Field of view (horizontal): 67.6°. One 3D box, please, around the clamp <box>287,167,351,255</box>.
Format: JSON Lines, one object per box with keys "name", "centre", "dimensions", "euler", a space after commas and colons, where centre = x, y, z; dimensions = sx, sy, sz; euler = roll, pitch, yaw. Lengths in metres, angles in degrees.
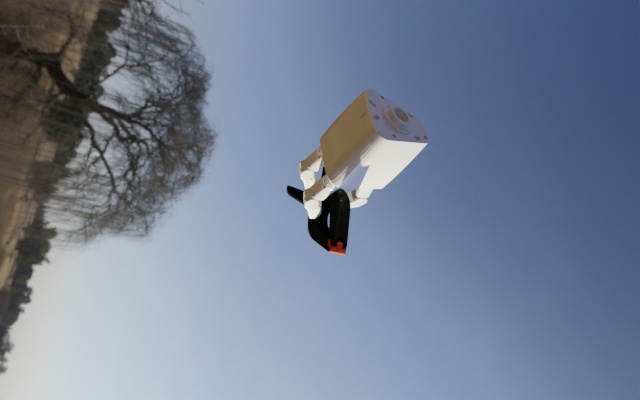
{"name": "clamp", "centre": [0.001, 0.003, 0.762], "dimensions": [0.036, 0.209, 0.165], "euler": [14, -41, -30]}
